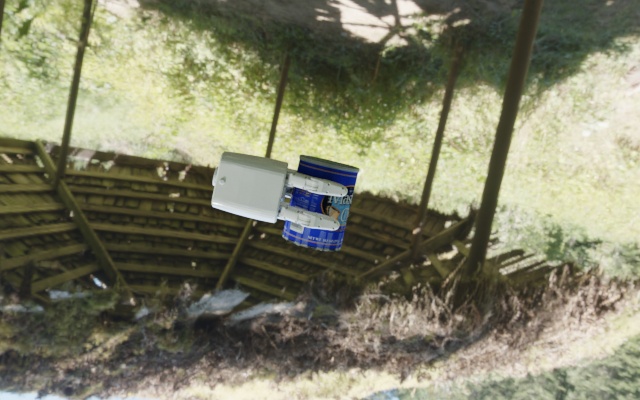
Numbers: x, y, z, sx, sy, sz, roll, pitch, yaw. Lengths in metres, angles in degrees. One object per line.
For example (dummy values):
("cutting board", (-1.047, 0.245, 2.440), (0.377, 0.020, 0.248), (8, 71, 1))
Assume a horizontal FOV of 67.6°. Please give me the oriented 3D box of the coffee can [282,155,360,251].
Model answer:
("coffee can", (0.000, 0.003, 0.801), (0.103, 0.140, 0.103), (13, 8, -2))
